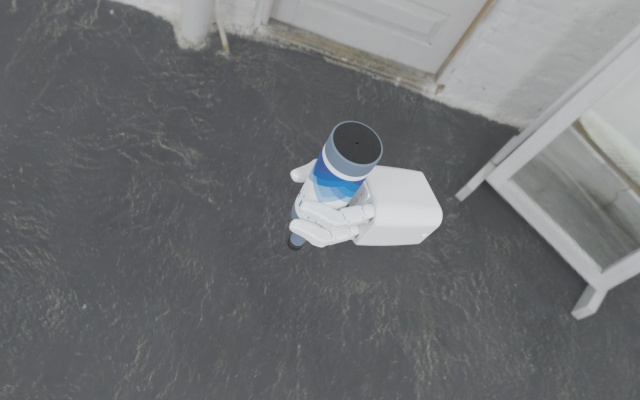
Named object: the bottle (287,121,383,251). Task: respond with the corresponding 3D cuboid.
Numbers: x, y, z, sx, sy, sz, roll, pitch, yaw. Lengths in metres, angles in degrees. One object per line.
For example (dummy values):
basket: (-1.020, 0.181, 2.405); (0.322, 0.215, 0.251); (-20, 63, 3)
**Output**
bottle: (0.000, 0.002, 0.690); (0.069, 0.069, 0.296); (0, -29, -20)
